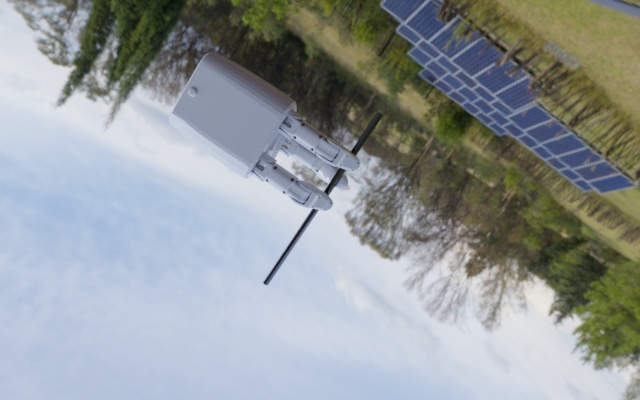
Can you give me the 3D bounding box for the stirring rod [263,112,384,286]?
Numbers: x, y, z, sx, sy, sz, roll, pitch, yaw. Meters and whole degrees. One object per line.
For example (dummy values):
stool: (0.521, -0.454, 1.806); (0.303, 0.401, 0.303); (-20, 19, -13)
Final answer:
stirring rod: (0.000, 0.002, 0.550); (0.011, 0.239, 0.011); (33, 11, -7)
